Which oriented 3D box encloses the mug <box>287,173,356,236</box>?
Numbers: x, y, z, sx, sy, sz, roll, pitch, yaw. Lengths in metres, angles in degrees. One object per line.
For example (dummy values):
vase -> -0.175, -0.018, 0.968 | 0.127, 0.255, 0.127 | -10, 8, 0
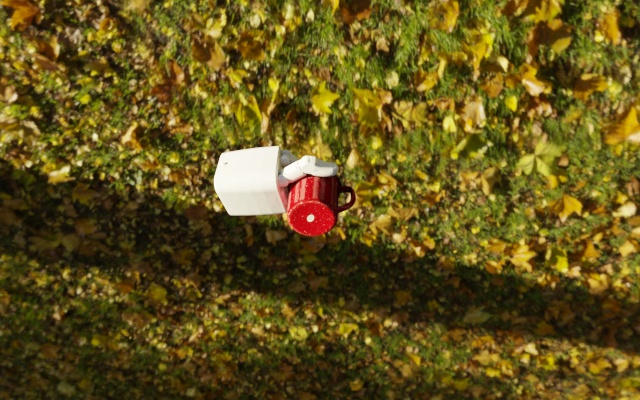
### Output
mug -> 0.002, 0.003, 0.782 | 0.117, 0.093, 0.081 | -5, 42, 8
